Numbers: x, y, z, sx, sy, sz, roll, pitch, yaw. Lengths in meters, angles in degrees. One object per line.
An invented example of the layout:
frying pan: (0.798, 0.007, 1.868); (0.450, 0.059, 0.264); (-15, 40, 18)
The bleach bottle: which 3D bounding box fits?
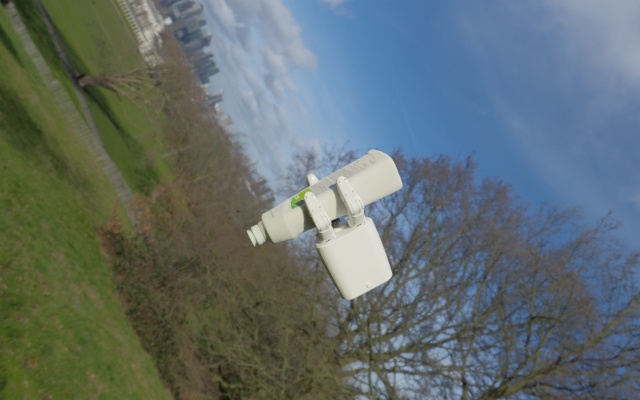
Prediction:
bleach bottle: (0.000, 0.002, 0.771); (0.251, 0.068, 0.102); (-26, 17, -6)
